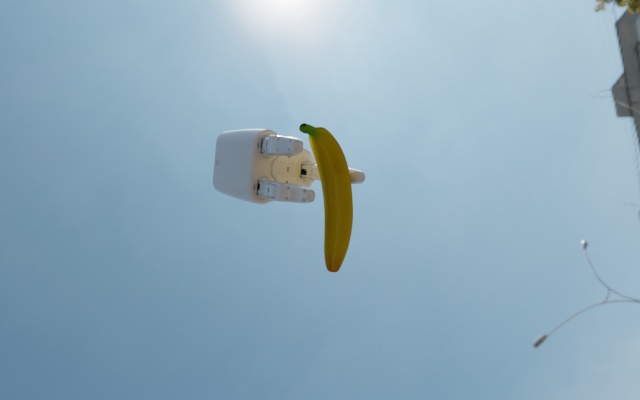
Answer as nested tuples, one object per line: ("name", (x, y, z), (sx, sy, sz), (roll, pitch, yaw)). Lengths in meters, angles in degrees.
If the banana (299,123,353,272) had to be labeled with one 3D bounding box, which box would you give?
("banana", (0.012, -0.009, 0.594), (0.037, 0.198, 0.069), (9, 30, 43))
